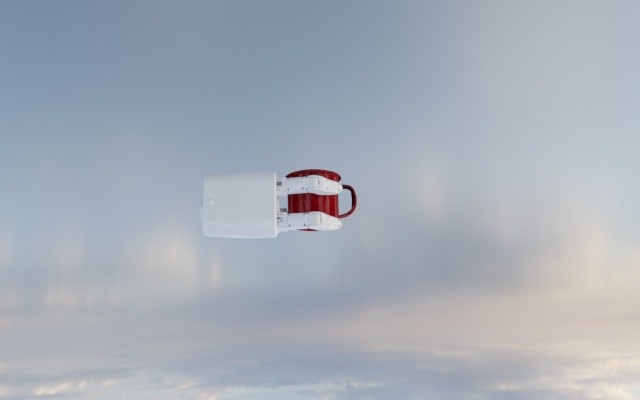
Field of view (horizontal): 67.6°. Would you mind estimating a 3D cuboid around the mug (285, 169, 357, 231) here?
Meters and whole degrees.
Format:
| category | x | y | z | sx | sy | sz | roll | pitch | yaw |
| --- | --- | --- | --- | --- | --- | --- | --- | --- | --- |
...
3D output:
| category | x | y | z | sx | sy | sz | roll | pitch | yaw |
| --- | --- | --- | --- | --- | --- | --- | --- | --- | --- |
| mug | 0.002 | 0.003 | 0.768 | 0.117 | 0.081 | 0.093 | -1 | -15 | -2 |
